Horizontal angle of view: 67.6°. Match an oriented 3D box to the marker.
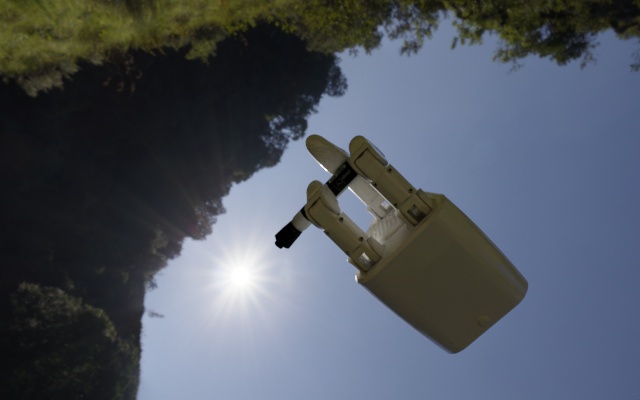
[{"bbox_3d":[0.000,0.001,0.439,0.121,0.020,0.020,-46,-15,15],"label":"marker"}]
